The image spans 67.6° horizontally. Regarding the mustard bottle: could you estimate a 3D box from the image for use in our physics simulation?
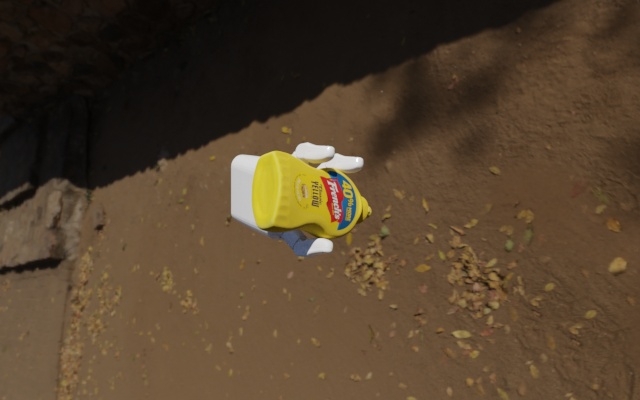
[{"bbox_3d":[0.000,0.002,0.633,0.058,0.096,0.192,-16,-20,42],"label":"mustard bottle"}]
